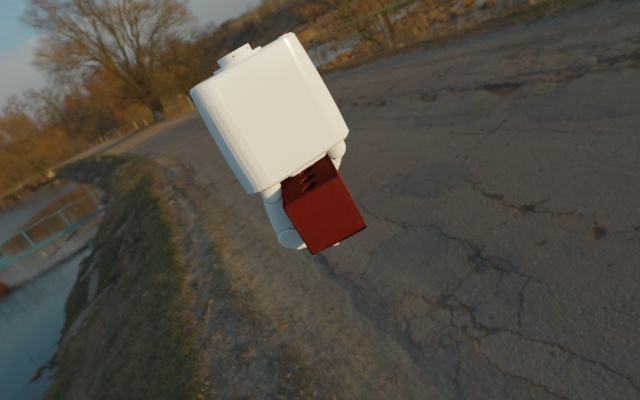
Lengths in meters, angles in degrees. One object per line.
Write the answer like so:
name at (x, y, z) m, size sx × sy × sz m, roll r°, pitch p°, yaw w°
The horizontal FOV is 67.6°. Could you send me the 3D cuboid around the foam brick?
foam brick at (0.000, 0.001, 0.418) m, size 0.053 × 0.051 × 0.078 m, roll -28°, pitch 20°, yaw 3°
